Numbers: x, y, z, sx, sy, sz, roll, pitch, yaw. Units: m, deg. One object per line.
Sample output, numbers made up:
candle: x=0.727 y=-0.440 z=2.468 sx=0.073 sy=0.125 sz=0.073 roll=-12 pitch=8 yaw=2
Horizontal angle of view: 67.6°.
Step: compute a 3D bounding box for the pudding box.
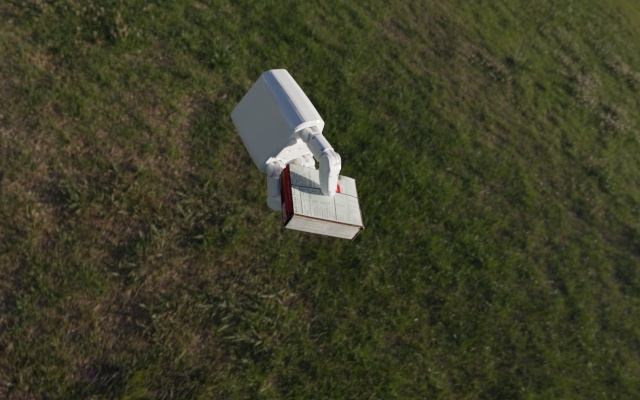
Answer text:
pudding box: x=0.000 y=0.002 z=0.672 sx=0.113 sy=0.090 sz=0.039 roll=11 pitch=-38 yaw=-24
